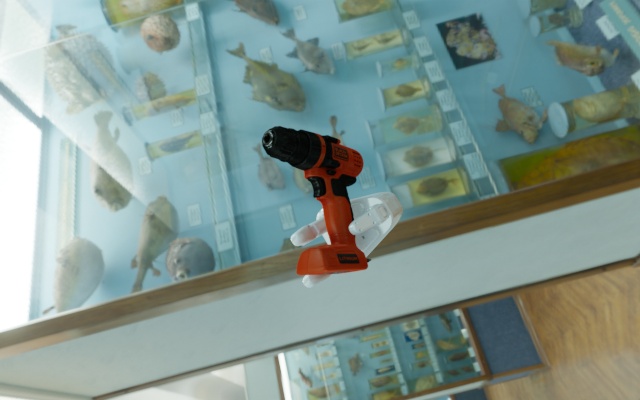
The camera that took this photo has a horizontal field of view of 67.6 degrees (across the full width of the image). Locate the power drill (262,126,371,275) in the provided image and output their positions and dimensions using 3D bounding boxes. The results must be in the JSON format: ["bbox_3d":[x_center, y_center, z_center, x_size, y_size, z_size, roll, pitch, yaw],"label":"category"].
[{"bbox_3d":[0.000,0.003,0.628,0.057,0.187,0.184,-14,-15,39],"label":"power drill"}]
